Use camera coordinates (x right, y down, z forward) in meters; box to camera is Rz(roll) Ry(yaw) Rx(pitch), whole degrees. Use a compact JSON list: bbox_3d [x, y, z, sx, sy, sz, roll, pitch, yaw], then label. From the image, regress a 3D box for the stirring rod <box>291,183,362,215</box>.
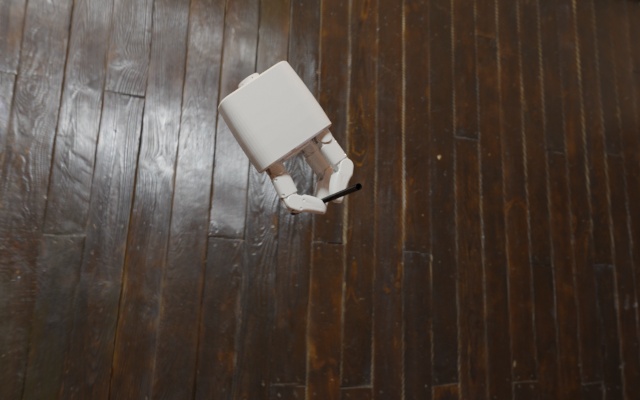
[{"bbox_3d":[0.000,0.002,0.663,0.011,0.011,0.239,0,-9,-22],"label":"stirring rod"}]
